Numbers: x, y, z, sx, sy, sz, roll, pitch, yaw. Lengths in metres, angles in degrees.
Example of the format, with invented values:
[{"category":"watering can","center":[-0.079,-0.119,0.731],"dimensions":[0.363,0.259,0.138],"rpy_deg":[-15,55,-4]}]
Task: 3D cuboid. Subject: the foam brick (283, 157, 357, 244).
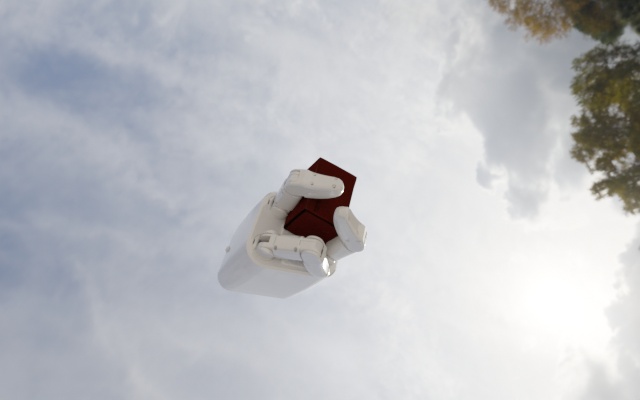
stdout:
[{"category":"foam brick","center":[0.000,0.002,0.538],"dimensions":[0.053,0.078,0.051],"rpy_deg":[29,-38,-17]}]
